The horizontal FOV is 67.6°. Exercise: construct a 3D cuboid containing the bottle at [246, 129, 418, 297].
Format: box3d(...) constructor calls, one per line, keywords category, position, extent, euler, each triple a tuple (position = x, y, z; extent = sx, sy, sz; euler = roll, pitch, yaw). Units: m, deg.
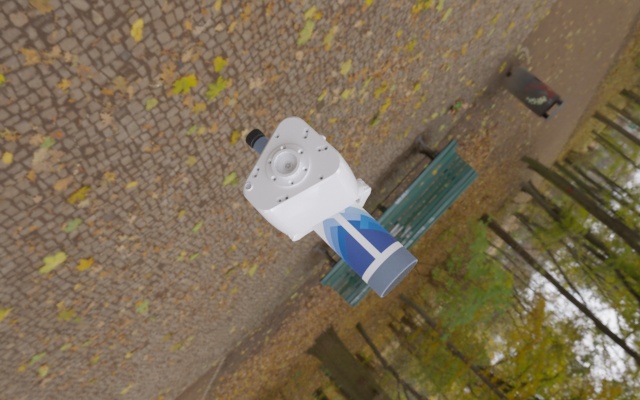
box3d(category="bottle", position=(0.000, 0.002, 0.650), extent=(0.295, 0.069, 0.069), euler=(44, 18, 19))
